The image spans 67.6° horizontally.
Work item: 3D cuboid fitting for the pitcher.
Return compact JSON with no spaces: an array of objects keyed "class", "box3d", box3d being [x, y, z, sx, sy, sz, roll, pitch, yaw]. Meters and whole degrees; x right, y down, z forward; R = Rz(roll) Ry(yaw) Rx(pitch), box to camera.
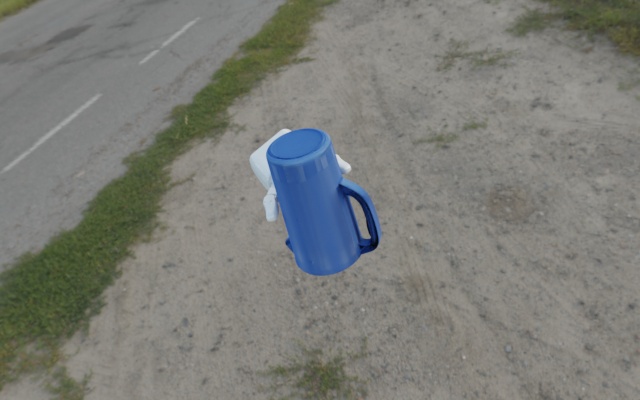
[{"class":"pitcher","box3d":[0.000,0.003,0.823,0.149,0.243,0.145,-26,37,-13]}]
